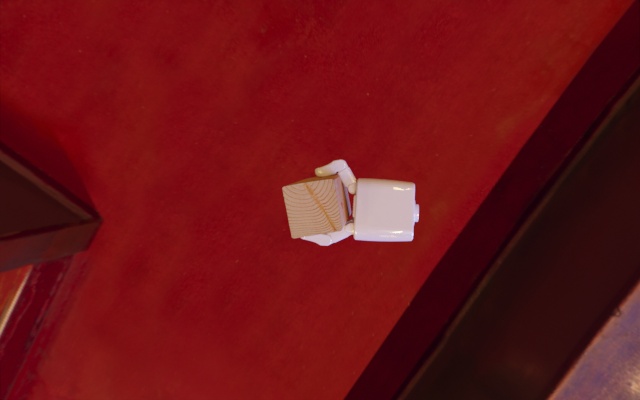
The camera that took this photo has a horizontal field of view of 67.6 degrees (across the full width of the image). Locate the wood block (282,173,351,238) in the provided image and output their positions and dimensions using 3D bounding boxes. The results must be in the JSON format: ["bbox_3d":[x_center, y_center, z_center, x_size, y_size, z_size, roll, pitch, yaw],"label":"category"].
[{"bbox_3d":[0.000,0.003,0.889,0.090,0.091,0.206,-9,4,9],"label":"wood block"}]
